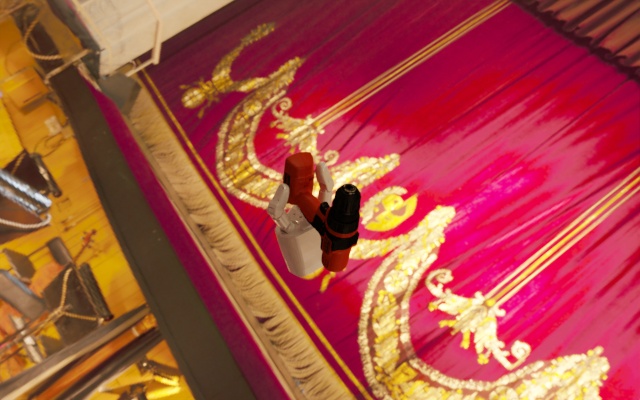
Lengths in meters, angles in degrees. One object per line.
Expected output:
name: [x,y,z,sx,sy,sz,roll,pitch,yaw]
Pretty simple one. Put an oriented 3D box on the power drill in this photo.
power drill: [0.000,0.002,0.795,0.057,0.185,0.187,-14,48,-24]
